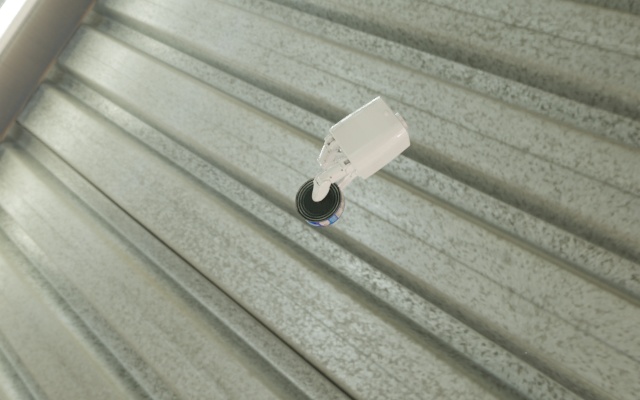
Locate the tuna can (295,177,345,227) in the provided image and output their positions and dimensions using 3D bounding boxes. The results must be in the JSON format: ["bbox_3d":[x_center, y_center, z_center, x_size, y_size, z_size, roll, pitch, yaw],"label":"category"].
[{"bbox_3d":[0.000,0.003,0.854,0.086,0.086,0.034,0,-20,19],"label":"tuna can"}]
